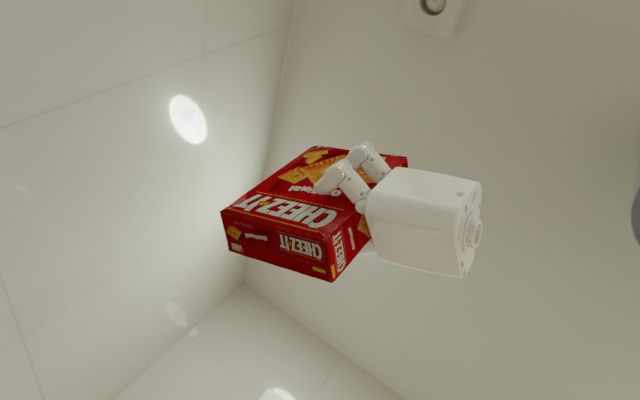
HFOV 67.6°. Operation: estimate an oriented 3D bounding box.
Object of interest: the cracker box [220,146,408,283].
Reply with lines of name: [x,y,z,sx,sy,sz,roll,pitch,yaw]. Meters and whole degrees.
cracker box: [0.000,0.002,0.637,0.164,0.072,0.213,11,34,32]
